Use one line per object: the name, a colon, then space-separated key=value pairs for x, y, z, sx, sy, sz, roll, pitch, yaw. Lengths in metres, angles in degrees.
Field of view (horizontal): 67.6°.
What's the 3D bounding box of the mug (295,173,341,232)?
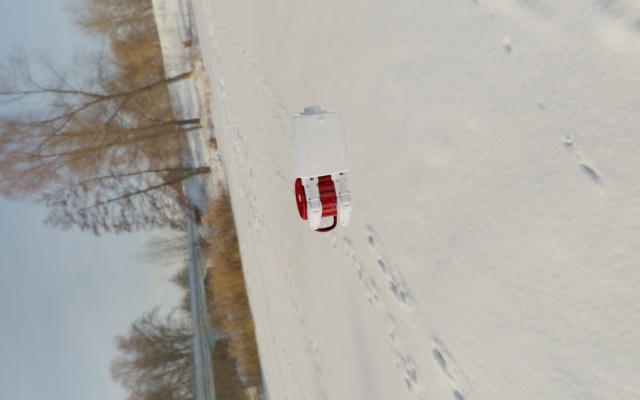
mug: x=0.000 y=0.004 z=0.896 sx=0.081 sy=0.117 sz=0.093 roll=-9 pitch=14 yaw=-12
